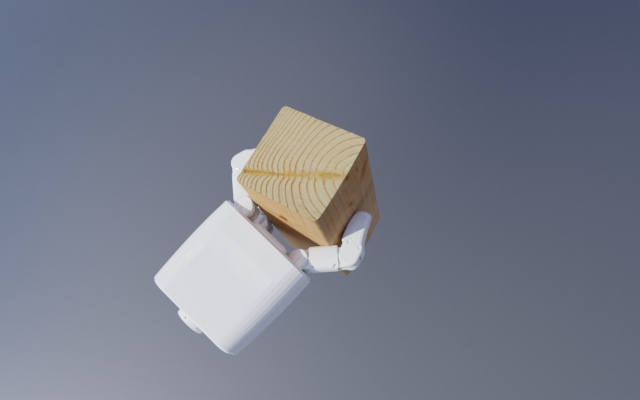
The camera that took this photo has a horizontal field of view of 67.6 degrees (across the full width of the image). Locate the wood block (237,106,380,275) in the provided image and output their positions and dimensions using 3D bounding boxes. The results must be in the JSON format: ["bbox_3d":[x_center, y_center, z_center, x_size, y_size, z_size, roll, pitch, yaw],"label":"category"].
[{"bbox_3d":[0.000,0.002,0.520,0.091,0.090,0.206,26,-14,19],"label":"wood block"}]
